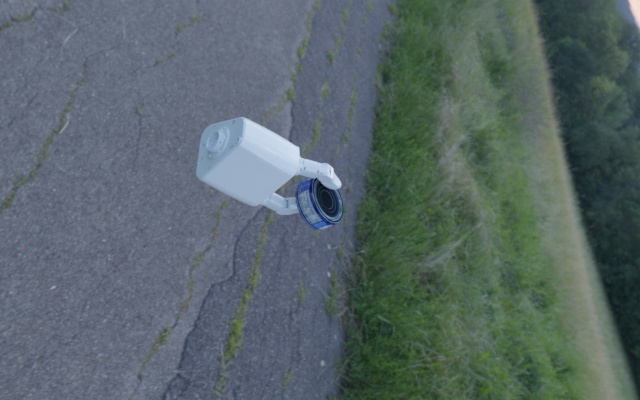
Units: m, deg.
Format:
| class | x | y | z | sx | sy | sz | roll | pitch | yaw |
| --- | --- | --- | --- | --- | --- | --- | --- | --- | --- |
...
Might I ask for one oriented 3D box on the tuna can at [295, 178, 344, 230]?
| class | x | y | z | sx | sy | sz | roll | pitch | yaw |
| --- | --- | --- | --- | --- | --- | --- | --- | --- | --- |
| tuna can | 0.001 | 0.002 | 0.764 | 0.034 | 0.086 | 0.086 | -23 | -13 | 32 |
